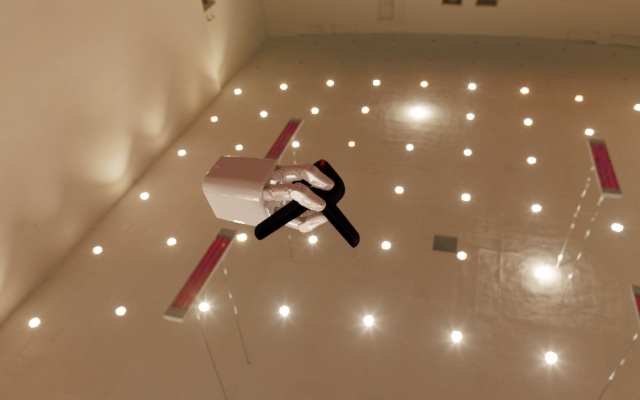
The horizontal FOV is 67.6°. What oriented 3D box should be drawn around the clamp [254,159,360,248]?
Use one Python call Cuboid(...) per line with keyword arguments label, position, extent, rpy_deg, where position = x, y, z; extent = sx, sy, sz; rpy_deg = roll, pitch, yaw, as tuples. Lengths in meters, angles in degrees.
Cuboid(label="clamp", position=(0.000, 0.003, 0.802), extent=(0.164, 0.036, 0.209), rpy_deg=(9, 41, 12))
